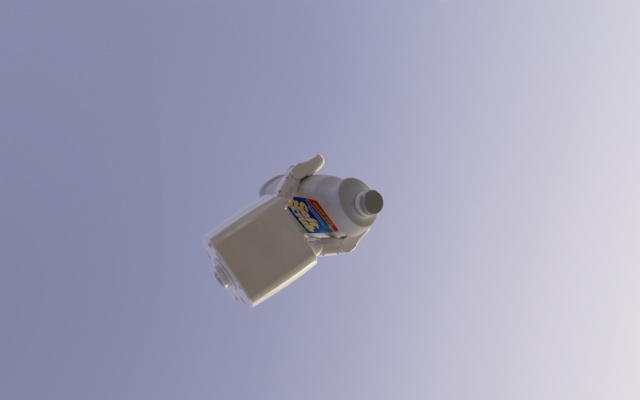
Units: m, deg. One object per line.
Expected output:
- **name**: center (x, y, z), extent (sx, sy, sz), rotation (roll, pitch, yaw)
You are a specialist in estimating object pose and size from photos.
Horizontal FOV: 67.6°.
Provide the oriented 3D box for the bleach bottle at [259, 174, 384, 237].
- **bleach bottle**: center (0.000, 0.002, 0.669), extent (0.068, 0.102, 0.251), rotation (-33, 12, -26)
